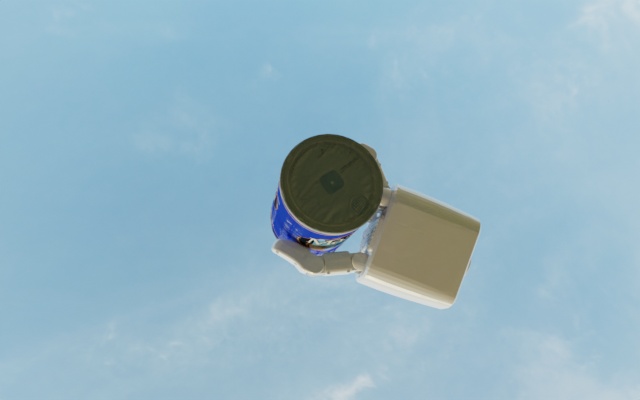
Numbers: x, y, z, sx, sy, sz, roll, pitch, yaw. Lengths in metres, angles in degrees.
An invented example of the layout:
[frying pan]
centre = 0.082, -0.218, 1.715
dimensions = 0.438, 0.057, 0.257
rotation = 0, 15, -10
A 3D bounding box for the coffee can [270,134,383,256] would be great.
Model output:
[coffee can]
centre = 0.000, 0.002, 0.527
dimensions = 0.103, 0.102, 0.140
rotation = 0, -16, -10
